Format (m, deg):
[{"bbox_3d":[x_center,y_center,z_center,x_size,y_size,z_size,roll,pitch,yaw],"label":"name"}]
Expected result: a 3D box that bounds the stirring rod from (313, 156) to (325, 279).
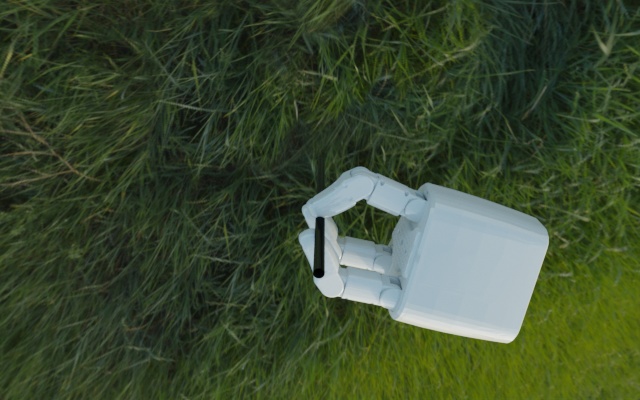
[{"bbox_3d":[0.000,0.001,0.430,0.011,0.011,0.239,0,23,1],"label":"stirring rod"}]
